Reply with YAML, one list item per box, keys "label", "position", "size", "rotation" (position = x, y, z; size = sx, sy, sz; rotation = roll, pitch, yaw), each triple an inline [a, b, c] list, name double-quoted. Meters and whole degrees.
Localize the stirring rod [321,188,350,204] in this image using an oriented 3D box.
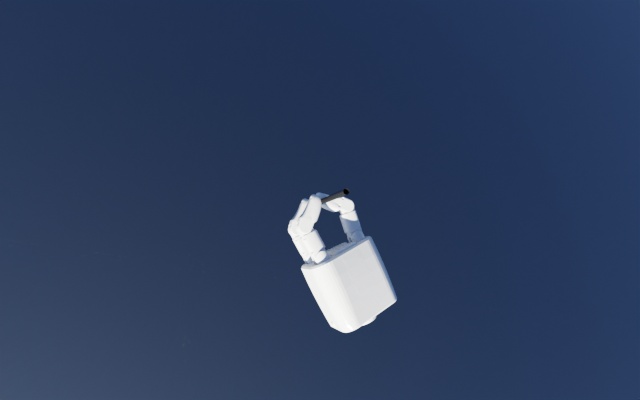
- label: "stirring rod"
  position: [0.000, 0.002, 0.699]
  size: [0.011, 0.011, 0.239]
  rotation: [0, -6, -15]
